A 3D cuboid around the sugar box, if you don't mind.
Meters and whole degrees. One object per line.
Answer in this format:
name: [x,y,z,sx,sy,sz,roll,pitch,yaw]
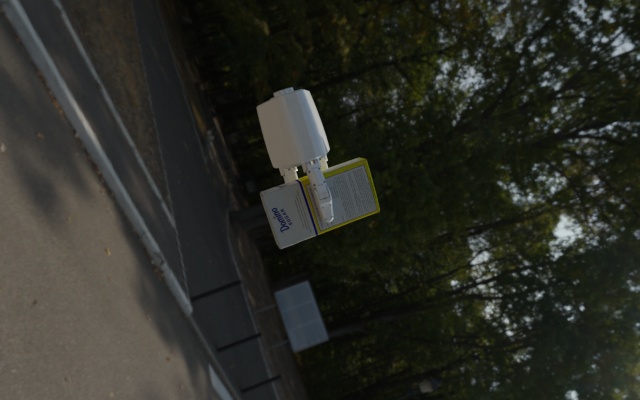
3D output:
sugar box: [0.000,0.002,0.766,0.176,0.093,0.048,-19,13,-8]
